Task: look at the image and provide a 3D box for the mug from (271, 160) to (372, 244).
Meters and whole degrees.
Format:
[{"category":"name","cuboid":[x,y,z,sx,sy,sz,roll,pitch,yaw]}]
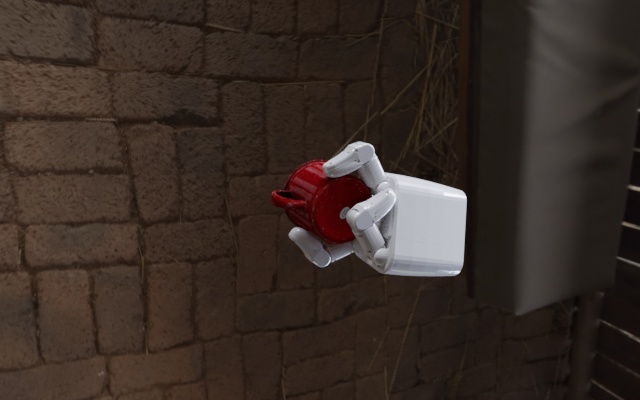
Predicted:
[{"category":"mug","cuboid":[-0.001,0.002,0.565,0.117,0.093,0.081,6,10,-24]}]
